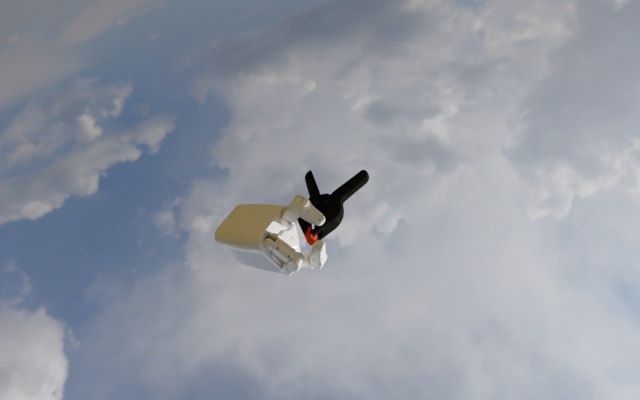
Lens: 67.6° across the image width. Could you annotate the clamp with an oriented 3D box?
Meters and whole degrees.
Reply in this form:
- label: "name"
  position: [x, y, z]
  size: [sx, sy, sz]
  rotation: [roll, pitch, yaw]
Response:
- label: "clamp"
  position: [0.000, 0.003, 0.816]
  size: [0.120, 0.039, 0.171]
  rotation: [3, 42, 34]
